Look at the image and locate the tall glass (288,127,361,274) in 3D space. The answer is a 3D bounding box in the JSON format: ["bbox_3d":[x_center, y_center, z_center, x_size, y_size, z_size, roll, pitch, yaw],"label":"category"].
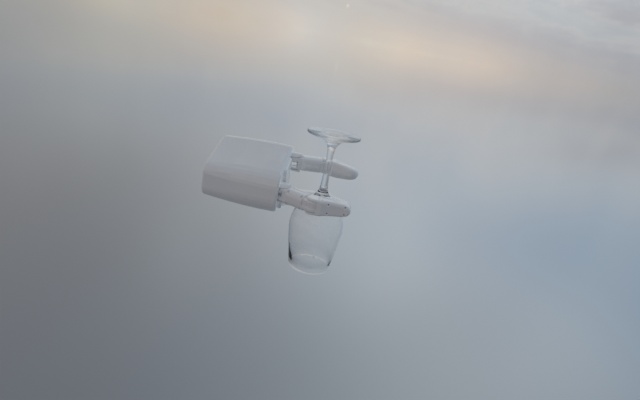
[{"bbox_3d":[0.000,0.002,0.676,0.079,0.201,0.079,10,19,-3],"label":"tall glass"}]
